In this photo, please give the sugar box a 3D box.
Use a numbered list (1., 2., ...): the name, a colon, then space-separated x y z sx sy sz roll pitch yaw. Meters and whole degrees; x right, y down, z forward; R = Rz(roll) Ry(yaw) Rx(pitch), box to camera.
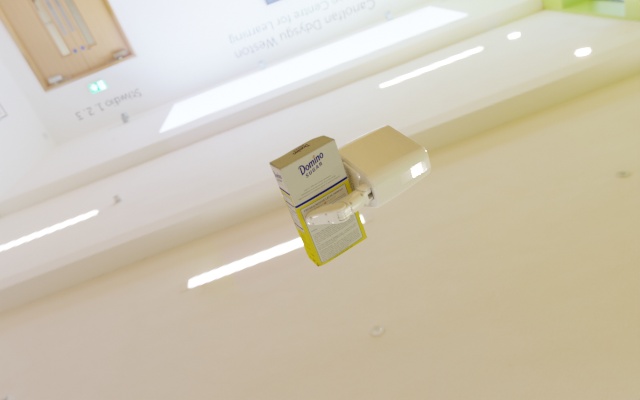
1. sugar box: 0.000 0.002 0.701 0.093 0.176 0.048 -30 29 -18
